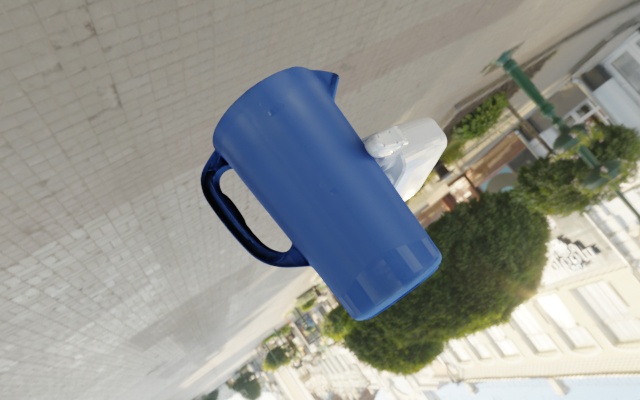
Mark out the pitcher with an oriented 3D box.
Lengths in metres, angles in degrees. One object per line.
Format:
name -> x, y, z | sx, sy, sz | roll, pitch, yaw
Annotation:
pitcher -> 0.000, 0.002, 0.490 | 0.145, 0.243, 0.149 | -27, -14, -42
